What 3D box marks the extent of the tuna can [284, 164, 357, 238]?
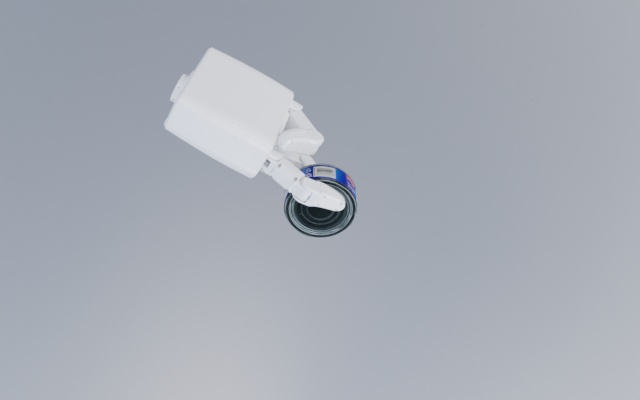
[{"bbox_3d":[0.000,0.002,0.557,0.086,0.086,0.033,0,35,0],"label":"tuna can"}]
